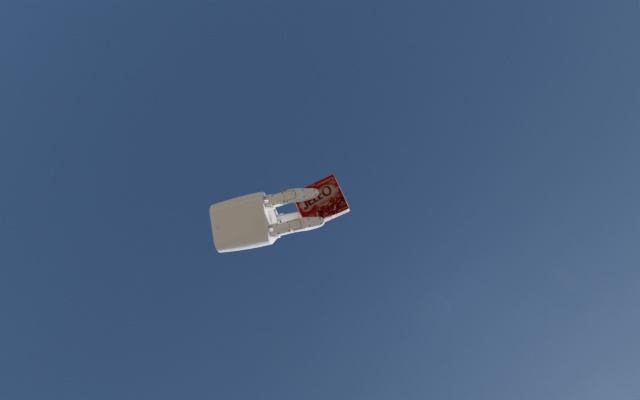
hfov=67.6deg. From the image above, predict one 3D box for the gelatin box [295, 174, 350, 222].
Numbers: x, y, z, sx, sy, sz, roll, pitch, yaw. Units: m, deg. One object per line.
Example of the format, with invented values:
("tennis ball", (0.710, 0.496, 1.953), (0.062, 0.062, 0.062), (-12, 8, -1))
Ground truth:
("gelatin box", (0.001, 0.003, 0.898), (0.089, 0.073, 0.030), (-24, -12, 1))
